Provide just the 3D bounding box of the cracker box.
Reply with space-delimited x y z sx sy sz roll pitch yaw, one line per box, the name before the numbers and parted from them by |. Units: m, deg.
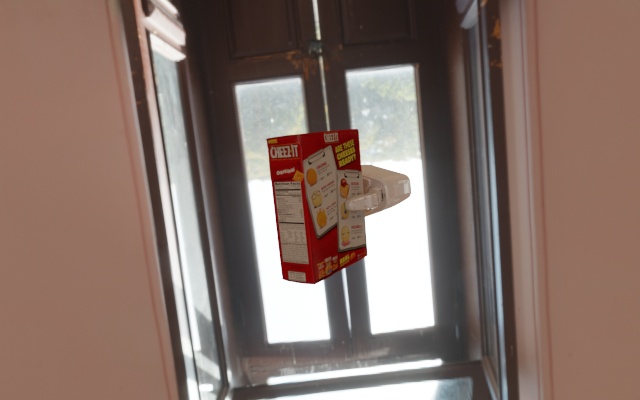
cracker box | 0.000 0.003 0.737 0.072 0.214 0.164 -1 9 34
